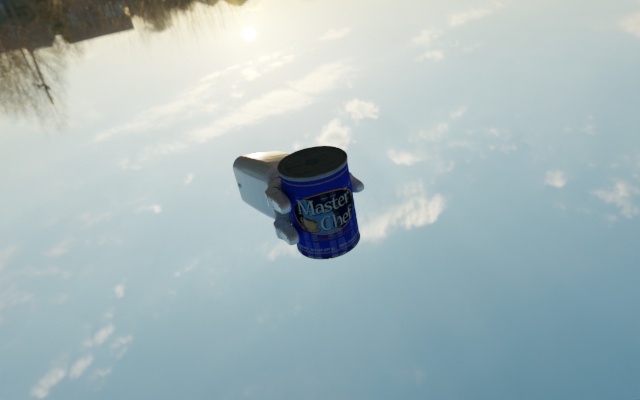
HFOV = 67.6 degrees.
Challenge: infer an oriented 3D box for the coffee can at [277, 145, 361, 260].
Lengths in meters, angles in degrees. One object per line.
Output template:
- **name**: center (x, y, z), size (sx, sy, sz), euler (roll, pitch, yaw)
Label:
- **coffee can**: center (0.000, 0.002, 0.718), size (0.103, 0.140, 0.102), euler (-9, 29, 5)
